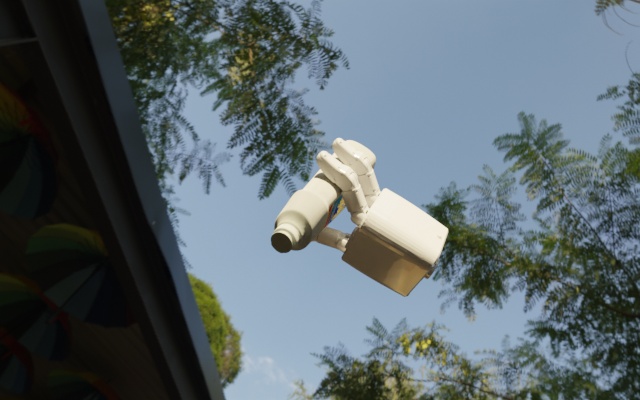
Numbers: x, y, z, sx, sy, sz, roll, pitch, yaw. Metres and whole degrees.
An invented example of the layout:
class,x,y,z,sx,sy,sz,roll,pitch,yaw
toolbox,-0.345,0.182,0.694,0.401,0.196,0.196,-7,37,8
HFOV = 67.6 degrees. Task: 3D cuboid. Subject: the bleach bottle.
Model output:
class,x,y,z,sx,sy,sz,roll,pitch,yaw
bleach bottle,0.000,0.002,0.653,0.068,0.103,0.250,32,34,7
